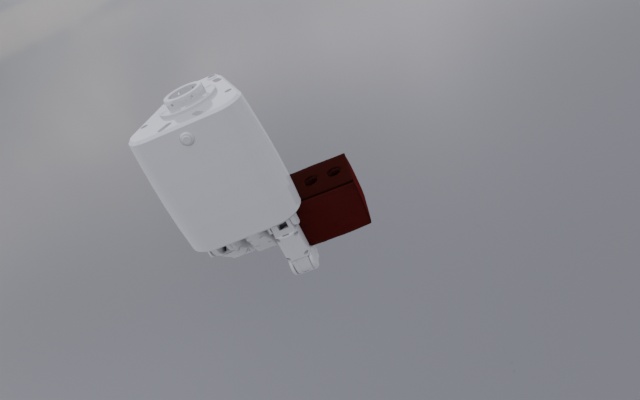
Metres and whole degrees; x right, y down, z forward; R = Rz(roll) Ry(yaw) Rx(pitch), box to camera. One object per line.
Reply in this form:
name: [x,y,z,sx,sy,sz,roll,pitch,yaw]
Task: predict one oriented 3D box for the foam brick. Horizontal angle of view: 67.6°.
foam brick: [0.000,0.001,0.438,0.078,0.051,0.053,-21,31,6]
